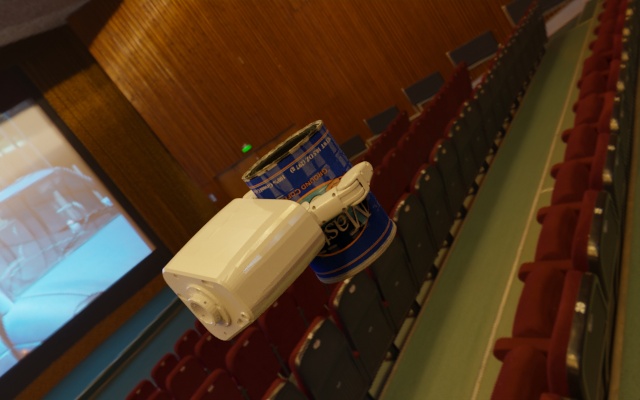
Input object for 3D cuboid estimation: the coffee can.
[{"bbox_3d":[0.000,0.002,0.507,0.103,0.140,0.102,-34,14,10],"label":"coffee can"}]
